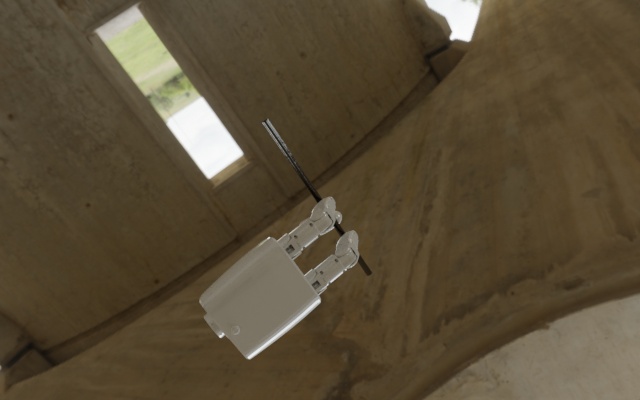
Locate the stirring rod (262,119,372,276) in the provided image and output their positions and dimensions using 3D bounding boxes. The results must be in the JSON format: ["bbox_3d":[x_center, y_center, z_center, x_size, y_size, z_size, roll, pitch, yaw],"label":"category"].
[{"bbox_3d":[0.000,0.002,0.591,0.011,0.239,0.011,-30,19,11],"label":"stirring rod"}]
